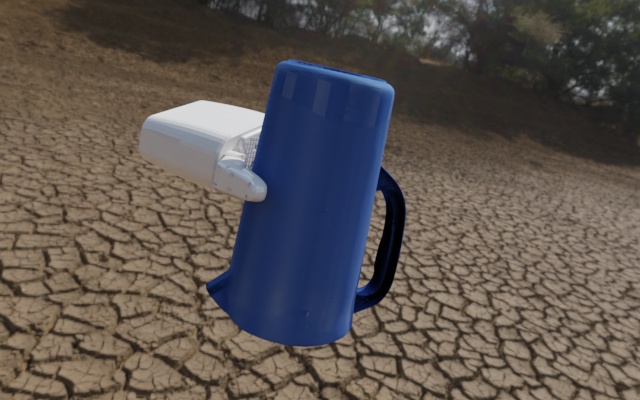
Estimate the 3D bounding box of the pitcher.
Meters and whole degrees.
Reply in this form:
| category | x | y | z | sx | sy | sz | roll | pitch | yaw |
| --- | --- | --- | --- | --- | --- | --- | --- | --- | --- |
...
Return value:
| category | x | y | z | sx | sy | sz | roll | pitch | yaw |
| --- | --- | --- | --- | --- | --- | --- | --- | --- | --- |
| pitcher | 0.000 | 0.001 | 0.454 | 0.145 | 0.243 | 0.149 | 19 | 16 | 24 |
